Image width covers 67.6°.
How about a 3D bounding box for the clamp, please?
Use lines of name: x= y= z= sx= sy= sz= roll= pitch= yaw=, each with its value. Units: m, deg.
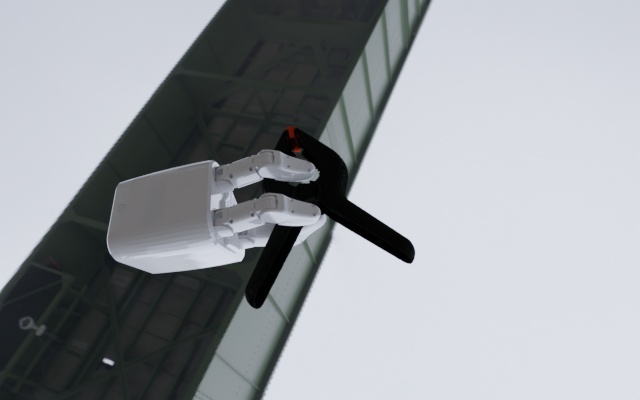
clamp: x=0.000 y=0.002 z=0.500 sx=0.164 sy=0.209 sz=0.036 roll=-10 pitch=-36 yaw=4
